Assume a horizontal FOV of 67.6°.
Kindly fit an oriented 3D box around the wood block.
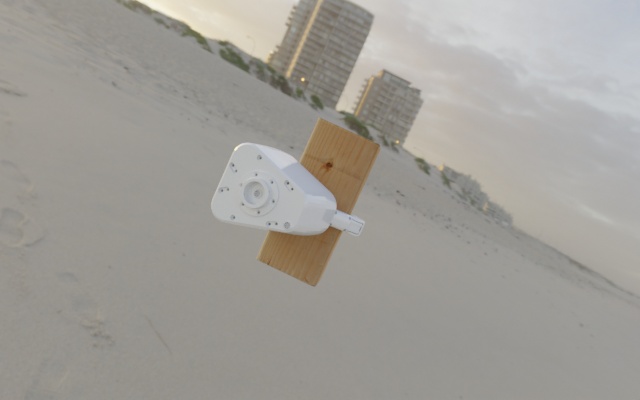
[{"bbox_3d":[0.000,0.002,0.668,0.091,0.206,0.090,25,5,5],"label":"wood block"}]
